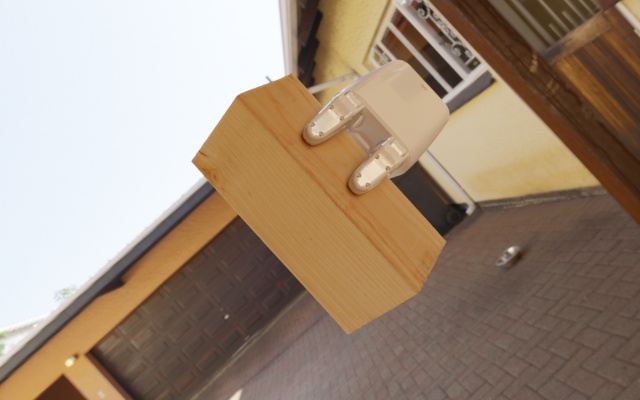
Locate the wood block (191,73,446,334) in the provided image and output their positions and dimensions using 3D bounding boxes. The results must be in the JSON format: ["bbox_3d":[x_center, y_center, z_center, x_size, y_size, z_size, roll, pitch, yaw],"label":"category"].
[{"bbox_3d":[0.000,0.001,0.425,0.091,0.206,0.090,-43,-1,38],"label":"wood block"}]
